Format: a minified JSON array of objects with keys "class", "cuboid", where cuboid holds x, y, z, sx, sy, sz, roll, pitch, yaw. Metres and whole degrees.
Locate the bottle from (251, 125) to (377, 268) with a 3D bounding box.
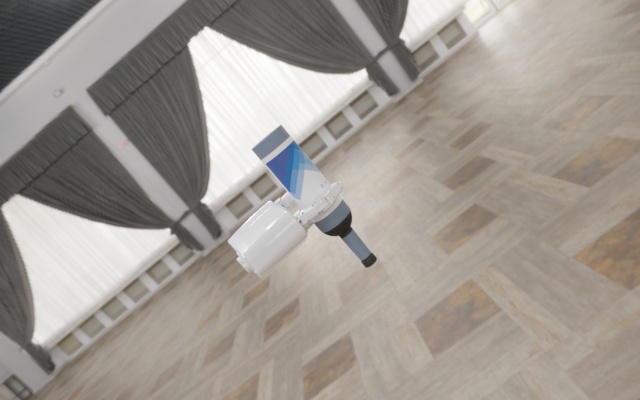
[{"class":"bottle","cuboid":[0.000,0.002,0.839,0.069,0.296,0.069,-38,12,9]}]
